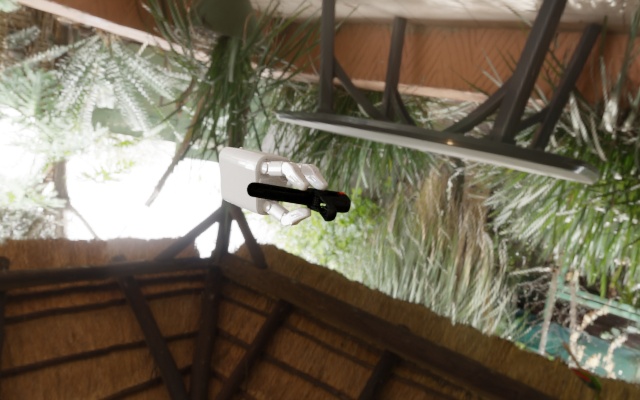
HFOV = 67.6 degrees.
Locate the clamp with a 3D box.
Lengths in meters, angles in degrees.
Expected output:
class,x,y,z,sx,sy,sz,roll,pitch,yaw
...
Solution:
class,x,y,z,sx,sy,sz,roll,pitch,yaw
clamp,0.000,0.003,0.817,0.164,0.036,0.210,20,10,34
